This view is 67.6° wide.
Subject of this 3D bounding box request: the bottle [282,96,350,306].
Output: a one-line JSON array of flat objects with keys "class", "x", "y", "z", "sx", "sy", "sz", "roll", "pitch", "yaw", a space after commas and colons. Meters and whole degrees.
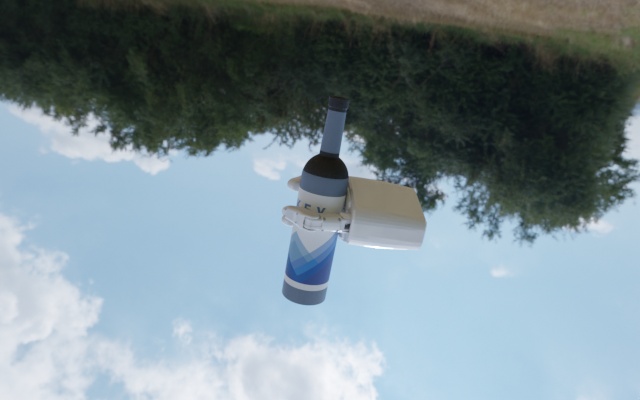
[{"class": "bottle", "x": 0.000, "y": 0.002, "z": 0.675, "sx": 0.069, "sy": 0.296, "sz": 0.069, "roll": 10, "pitch": 16, "yaw": -3}]
